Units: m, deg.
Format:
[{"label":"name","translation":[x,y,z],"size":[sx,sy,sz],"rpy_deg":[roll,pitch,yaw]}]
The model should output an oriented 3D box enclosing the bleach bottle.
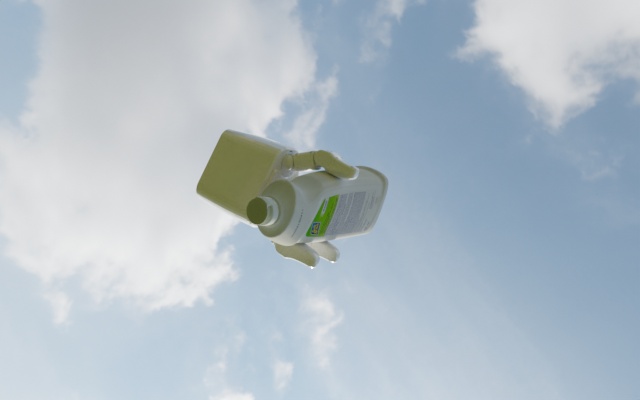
[{"label":"bleach bottle","translation":[0.000,0.002,0.601],"size":[0.068,0.102,0.251],"rpy_deg":[23,12,28]}]
